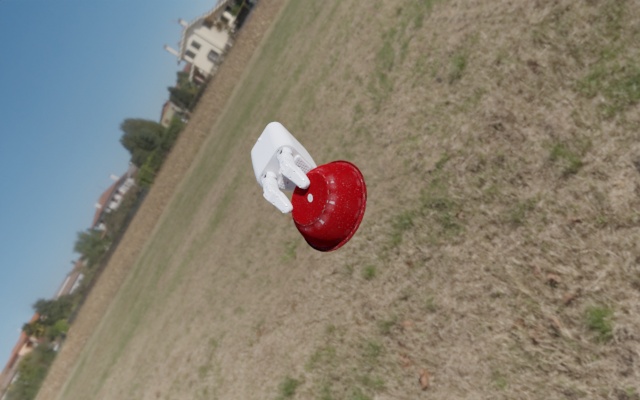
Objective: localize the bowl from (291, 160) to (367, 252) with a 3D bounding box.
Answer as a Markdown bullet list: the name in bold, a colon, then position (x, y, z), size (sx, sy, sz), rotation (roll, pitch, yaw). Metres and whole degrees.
- **bowl**: position (0.001, 0.003, 0.798), size (0.055, 0.162, 0.162), rotation (18, -12, -41)
